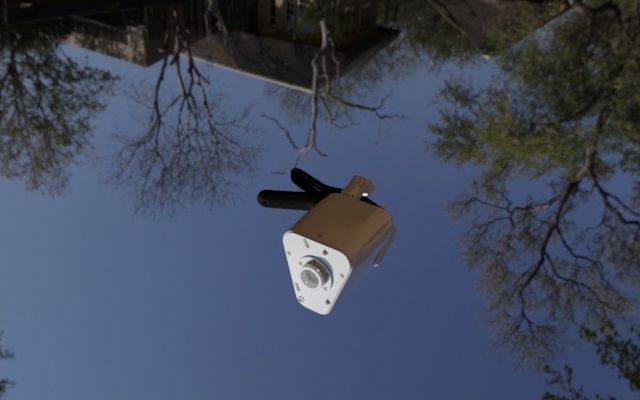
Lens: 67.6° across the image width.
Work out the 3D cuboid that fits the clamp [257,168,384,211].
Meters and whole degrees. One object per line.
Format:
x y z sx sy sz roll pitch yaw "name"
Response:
0.000 0.003 0.671 0.171 0.039 0.120 20 34 25 "clamp"
